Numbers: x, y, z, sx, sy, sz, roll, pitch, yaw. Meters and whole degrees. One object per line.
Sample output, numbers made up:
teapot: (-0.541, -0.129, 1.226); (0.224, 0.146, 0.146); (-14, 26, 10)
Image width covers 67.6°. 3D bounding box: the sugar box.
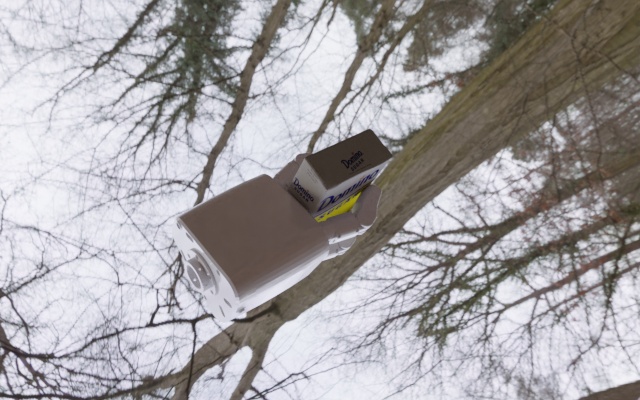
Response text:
sugar box: (0.000, 0.002, 0.527); (0.093, 0.048, 0.176); (-28, -14, -33)
